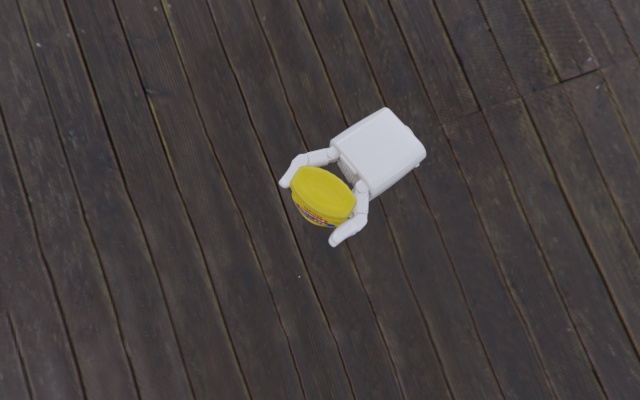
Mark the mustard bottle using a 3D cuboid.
[{"bbox_3d":[0.000,0.003,0.748,0.096,0.058,0.192,31,-9,2],"label":"mustard bottle"}]
